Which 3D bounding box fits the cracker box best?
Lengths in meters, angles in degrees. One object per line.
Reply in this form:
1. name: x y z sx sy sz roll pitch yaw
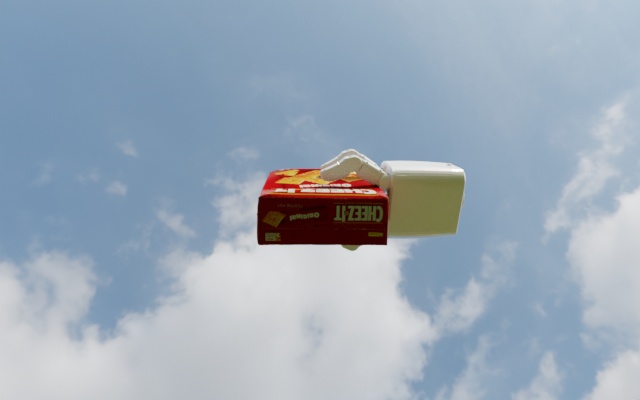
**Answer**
1. cracker box: 0.000 0.002 0.688 0.164 0.072 0.213 0 12 -2
